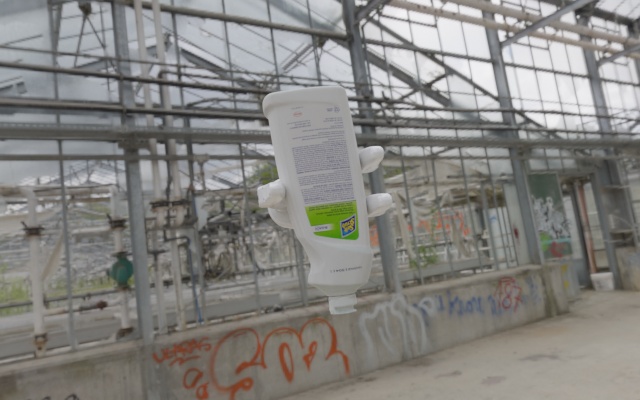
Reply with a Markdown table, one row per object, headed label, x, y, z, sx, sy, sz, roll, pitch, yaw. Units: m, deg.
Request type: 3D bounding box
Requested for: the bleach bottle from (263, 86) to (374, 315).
| label | x | y | z | sx | sy | sz | roll | pitch | yaw |
| --- | --- | --- | --- | --- | --- | --- | --- | --- | --- |
| bleach bottle | 0.000 | 0.002 | 0.542 | 0.102 | 0.251 | 0.068 | -8 | -8 | -3 |
